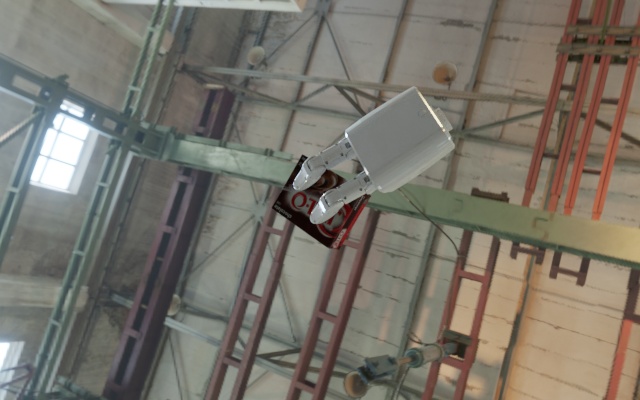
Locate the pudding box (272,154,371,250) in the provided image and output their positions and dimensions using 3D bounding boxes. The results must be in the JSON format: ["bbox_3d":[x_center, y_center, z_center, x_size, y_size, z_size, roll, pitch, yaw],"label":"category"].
[{"bbox_3d":[0.000,0.002,0.660,0.113,0.090,0.039,33,5,30],"label":"pudding box"}]
